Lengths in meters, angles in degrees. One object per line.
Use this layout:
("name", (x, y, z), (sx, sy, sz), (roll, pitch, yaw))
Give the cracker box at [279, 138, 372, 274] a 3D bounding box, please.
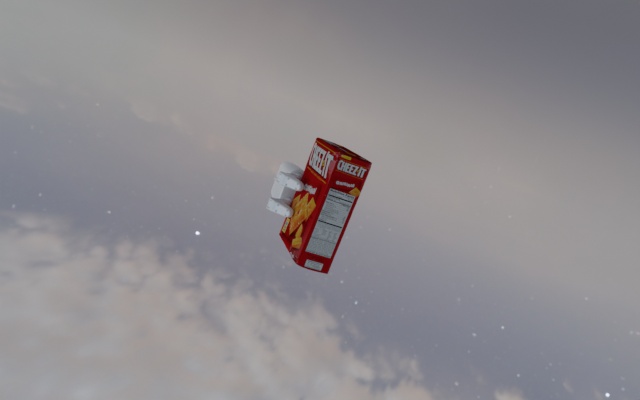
("cracker box", (0.000, 0.003, 0.884), (0.072, 0.214, 0.164), (17, 11, -19))
